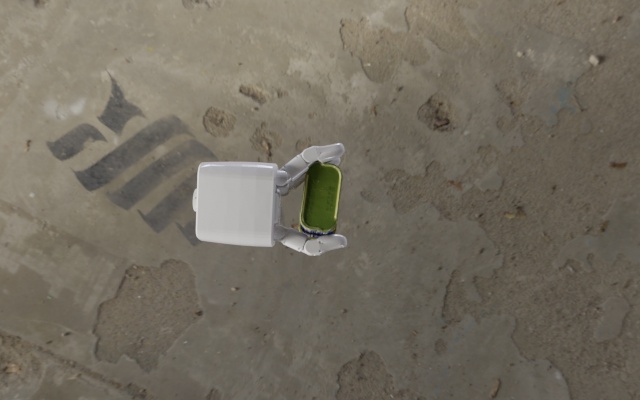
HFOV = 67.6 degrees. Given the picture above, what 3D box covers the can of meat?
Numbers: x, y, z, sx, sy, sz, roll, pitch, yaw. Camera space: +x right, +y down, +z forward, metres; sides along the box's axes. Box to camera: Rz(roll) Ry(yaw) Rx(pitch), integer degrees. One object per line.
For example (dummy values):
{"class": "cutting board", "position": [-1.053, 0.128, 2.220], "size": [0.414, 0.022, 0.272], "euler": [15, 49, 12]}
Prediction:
{"class": "can of meat", "position": [0.000, 0.002, 0.686], "size": [0.057, 0.102, 0.084], "euler": [7, -12, 0]}
